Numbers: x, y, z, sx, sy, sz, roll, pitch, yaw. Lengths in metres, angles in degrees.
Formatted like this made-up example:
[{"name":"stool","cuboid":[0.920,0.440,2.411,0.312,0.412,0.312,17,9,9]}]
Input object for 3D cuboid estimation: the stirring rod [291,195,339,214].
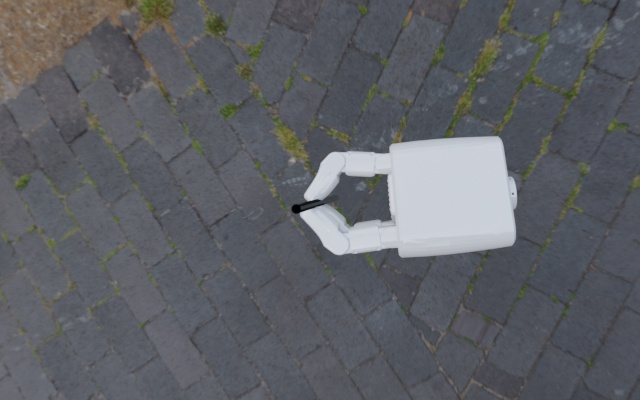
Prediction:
[{"name":"stirring rod","cuboid":[0.000,0.002,0.507,0.011,0.011,0.239,0,3,10]}]
